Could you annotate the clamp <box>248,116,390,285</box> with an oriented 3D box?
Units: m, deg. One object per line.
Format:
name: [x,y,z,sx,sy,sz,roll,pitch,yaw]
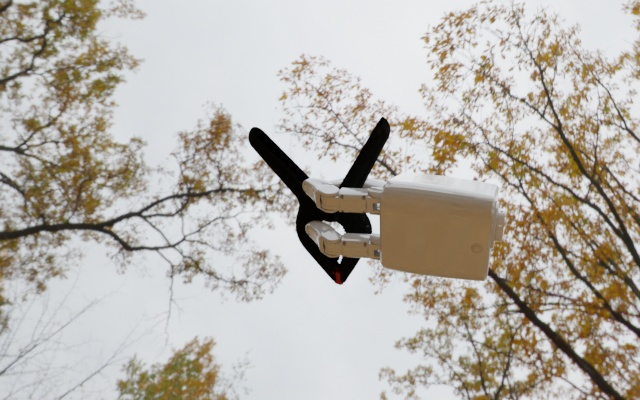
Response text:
clamp: [0.001,0.002,0.559,0.164,0.210,0.036,6,28,20]
